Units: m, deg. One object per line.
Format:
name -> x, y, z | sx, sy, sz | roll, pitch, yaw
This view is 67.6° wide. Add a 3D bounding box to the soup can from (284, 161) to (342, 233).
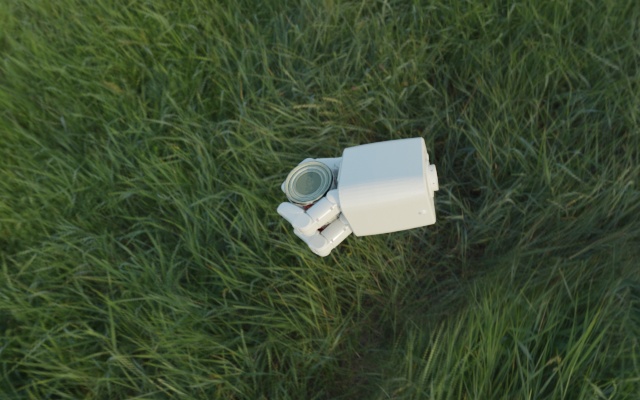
soup can -> 0.000, 0.002, 0.647 | 0.068, 0.068, 0.102 | 0, -31, 22
